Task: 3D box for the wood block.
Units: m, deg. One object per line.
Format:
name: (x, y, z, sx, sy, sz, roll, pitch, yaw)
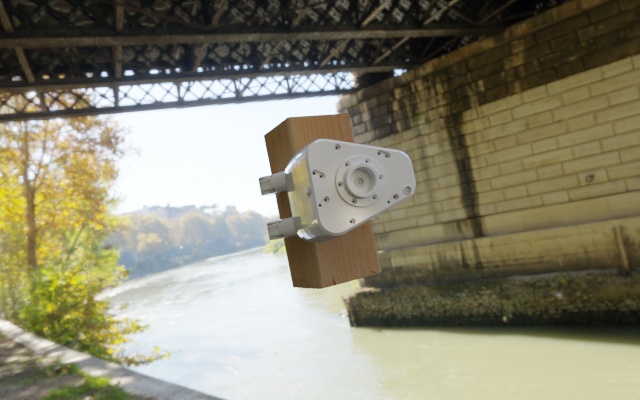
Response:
wood block: (0.001, 0.002, 0.617, 0.091, 0.206, 0.090, -9, -4, -28)
